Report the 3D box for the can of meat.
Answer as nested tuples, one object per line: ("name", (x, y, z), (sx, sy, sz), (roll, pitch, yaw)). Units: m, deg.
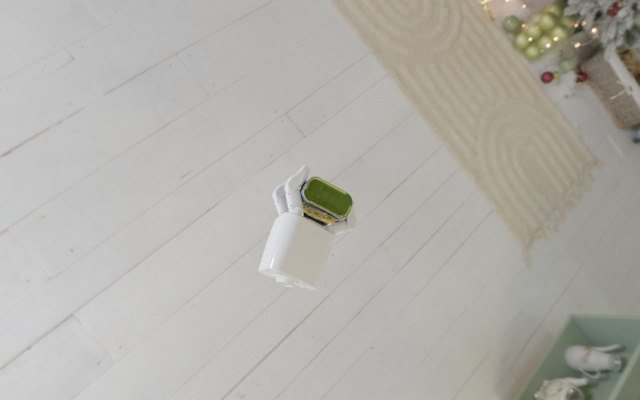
("can of meat", (0.000, 0.003, 0.894), (0.102, 0.057, 0.084), (27, -20, -14))
